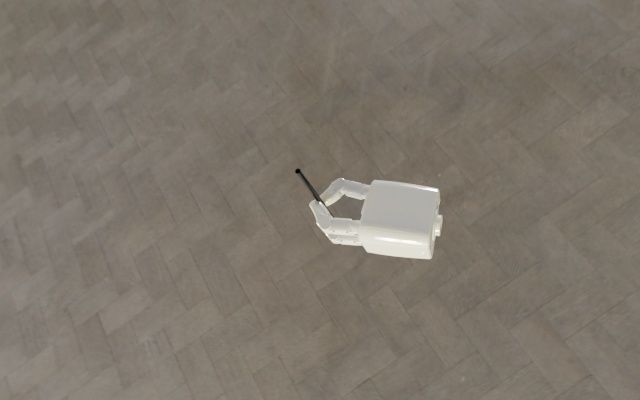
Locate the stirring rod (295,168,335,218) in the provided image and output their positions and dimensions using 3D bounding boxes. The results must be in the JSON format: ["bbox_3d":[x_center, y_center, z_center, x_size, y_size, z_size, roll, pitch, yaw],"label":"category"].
[{"bbox_3d":[0.000,0.003,0.774,0.011,0.011,0.240,0,-21,16],"label":"stirring rod"}]
